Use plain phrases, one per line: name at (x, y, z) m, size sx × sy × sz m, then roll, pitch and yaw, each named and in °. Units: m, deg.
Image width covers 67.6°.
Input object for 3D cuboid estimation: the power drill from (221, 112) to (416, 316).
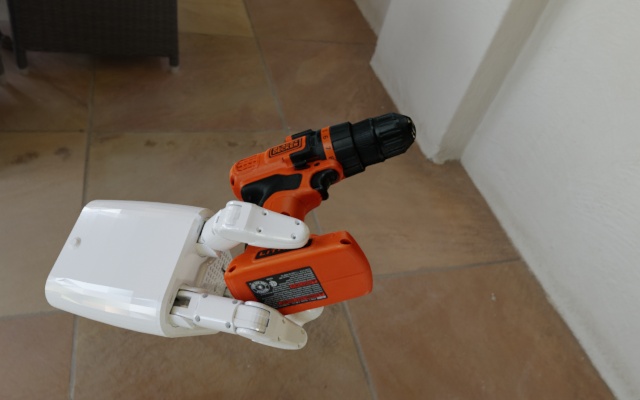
power drill at (0.000, 0.002, 0.403) m, size 0.184 × 0.057 × 0.187 m, roll -18°, pitch 34°, yaw 15°
